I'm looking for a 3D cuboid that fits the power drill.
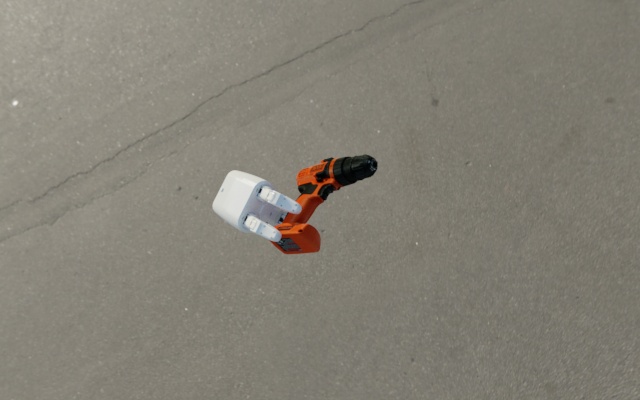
[{"bbox_3d":[0.000,0.003,0.821,0.184,0.187,0.057,-12,-52,48],"label":"power drill"}]
